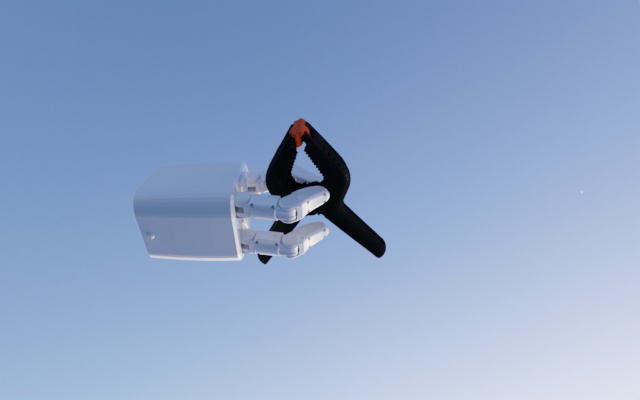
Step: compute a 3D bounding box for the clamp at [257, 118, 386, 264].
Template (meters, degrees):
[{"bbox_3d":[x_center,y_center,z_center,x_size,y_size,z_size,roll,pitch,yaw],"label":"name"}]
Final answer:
[{"bbox_3d":[0.000,0.001,0.555,0.164,0.210,0.036,0,42,1],"label":"clamp"}]
